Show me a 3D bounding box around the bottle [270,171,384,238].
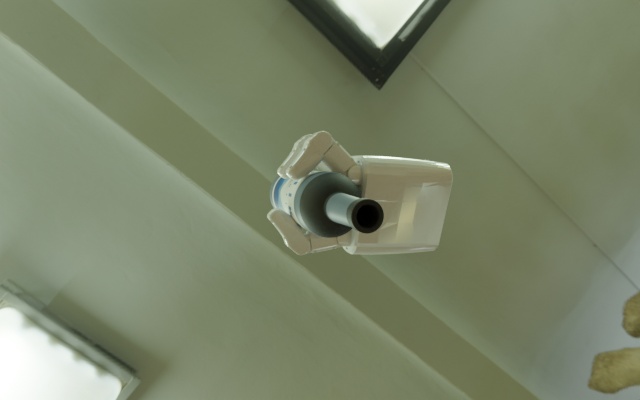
[{"bbox_3d":[0.000,0.002,0.514,0.069,0.069,0.295,0,4,-15],"label":"bottle"}]
